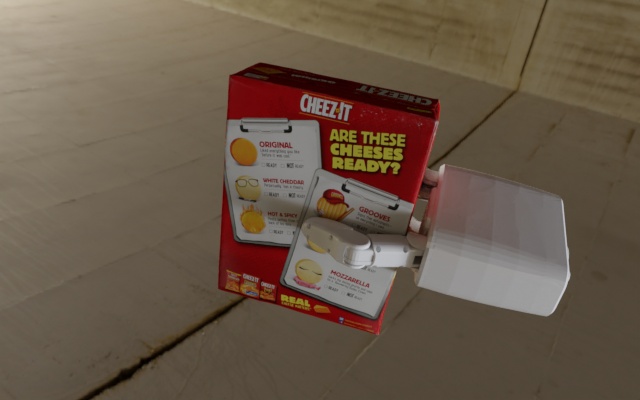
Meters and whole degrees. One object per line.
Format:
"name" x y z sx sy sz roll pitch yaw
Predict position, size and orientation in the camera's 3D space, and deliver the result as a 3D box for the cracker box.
"cracker box" 0.000 0.002 0.429 0.164 0.214 0.072 14 29 9
